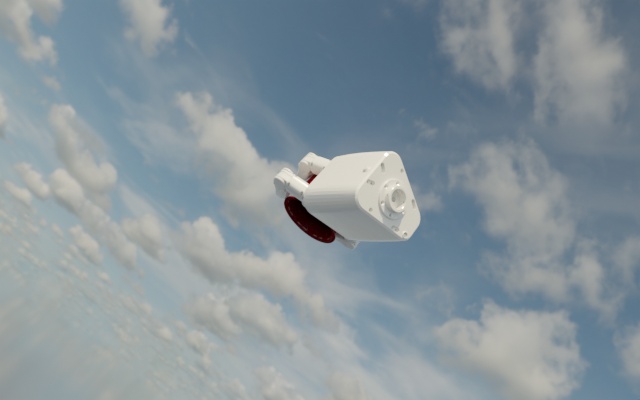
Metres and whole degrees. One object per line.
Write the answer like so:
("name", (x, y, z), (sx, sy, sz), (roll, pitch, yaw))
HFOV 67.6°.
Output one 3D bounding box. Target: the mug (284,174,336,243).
("mug", (-0.001, 0.002, 0.716), (0.081, 0.093, 0.117), (-48, 26, -26))
